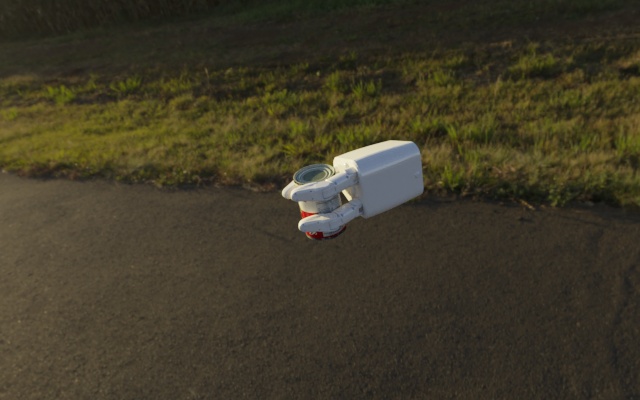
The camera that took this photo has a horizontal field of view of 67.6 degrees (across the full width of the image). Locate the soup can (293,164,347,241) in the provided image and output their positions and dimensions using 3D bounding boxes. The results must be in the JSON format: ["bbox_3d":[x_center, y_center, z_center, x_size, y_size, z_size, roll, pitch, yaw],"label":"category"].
[{"bbox_3d":[0.000,0.002,0.746,0.068,0.102,0.068,-9,30,5],"label":"soup can"}]
